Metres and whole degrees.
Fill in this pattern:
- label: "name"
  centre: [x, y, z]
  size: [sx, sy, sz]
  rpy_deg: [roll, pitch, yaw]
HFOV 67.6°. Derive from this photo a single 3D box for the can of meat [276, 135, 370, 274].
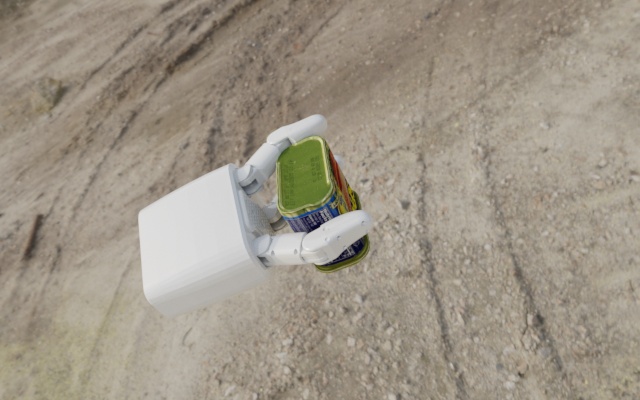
- label: "can of meat"
  centre: [0.000, 0.001, 0.444]
  size: [0.057, 0.102, 0.084]
  rpy_deg: [-22, -49, 12]
